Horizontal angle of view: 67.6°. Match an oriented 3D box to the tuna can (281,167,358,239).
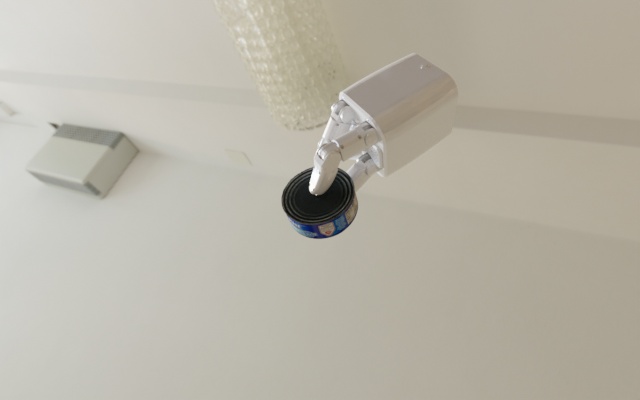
[{"bbox_3d":[0.000,0.002,0.555,0.086,0.086,0.034,0,-38,17],"label":"tuna can"}]
